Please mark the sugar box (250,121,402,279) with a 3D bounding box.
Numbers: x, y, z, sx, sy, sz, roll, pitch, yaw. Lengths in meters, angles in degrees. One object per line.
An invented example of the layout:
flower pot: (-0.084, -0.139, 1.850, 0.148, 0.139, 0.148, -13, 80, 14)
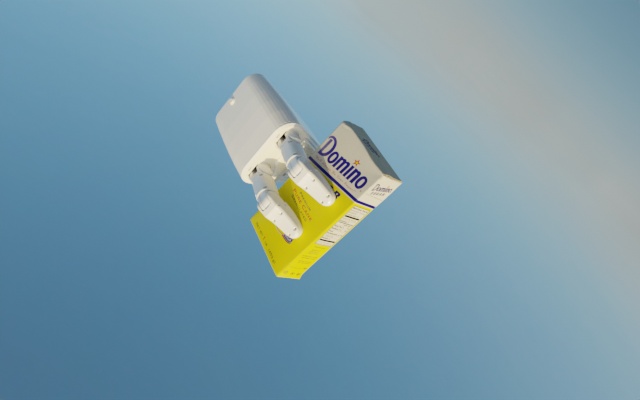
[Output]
sugar box: (0.000, 0.002, 0.552, 0.048, 0.093, 0.176, 14, -54, -48)
